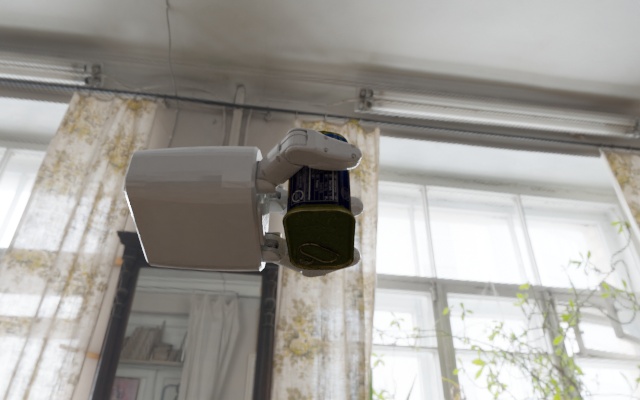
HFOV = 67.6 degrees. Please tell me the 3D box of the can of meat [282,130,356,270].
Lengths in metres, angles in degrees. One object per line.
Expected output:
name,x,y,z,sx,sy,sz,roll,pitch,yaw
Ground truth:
can of meat,0.000,0.001,0.420,0.057,0.084,0.102,-1,-34,2
